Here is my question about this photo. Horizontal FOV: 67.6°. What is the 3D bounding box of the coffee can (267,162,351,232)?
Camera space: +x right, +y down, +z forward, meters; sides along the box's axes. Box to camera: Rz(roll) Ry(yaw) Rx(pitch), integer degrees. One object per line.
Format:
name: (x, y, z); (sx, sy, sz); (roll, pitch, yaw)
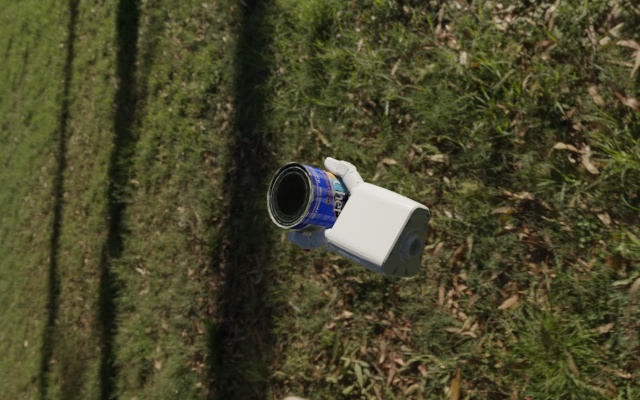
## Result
coffee can: (0.000, 0.002, 0.771); (0.103, 0.103, 0.140); (0, -9, 44)
